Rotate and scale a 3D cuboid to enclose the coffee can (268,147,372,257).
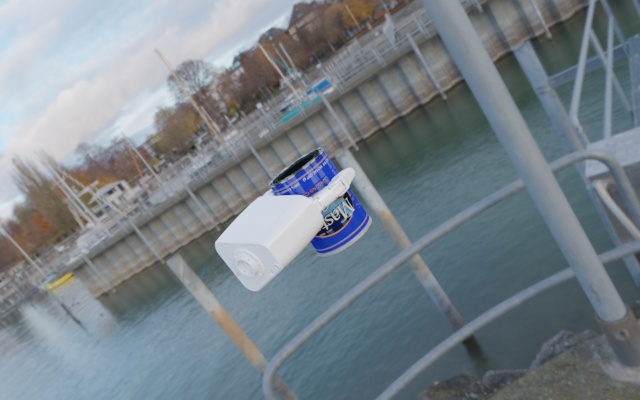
[{"bbox_3d":[0.000,0.002,0.749,0.103,0.140,0.102,-33,14,9],"label":"coffee can"}]
